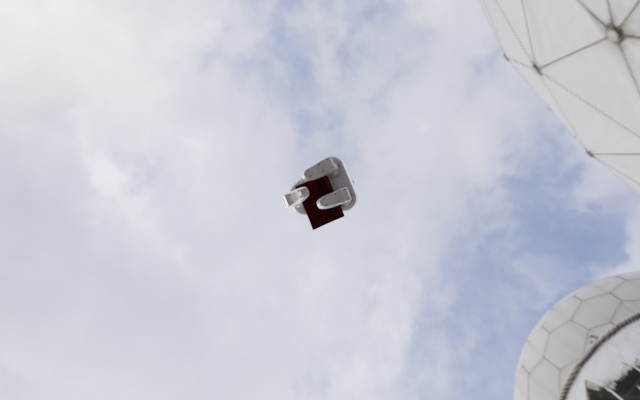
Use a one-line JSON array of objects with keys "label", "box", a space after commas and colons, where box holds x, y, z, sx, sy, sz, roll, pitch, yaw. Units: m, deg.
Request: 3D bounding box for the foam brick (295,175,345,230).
[{"label": "foam brick", "box": [0.000, 0.003, 0.790, 0.053, 0.078, 0.051, -23, -4, 9]}]
